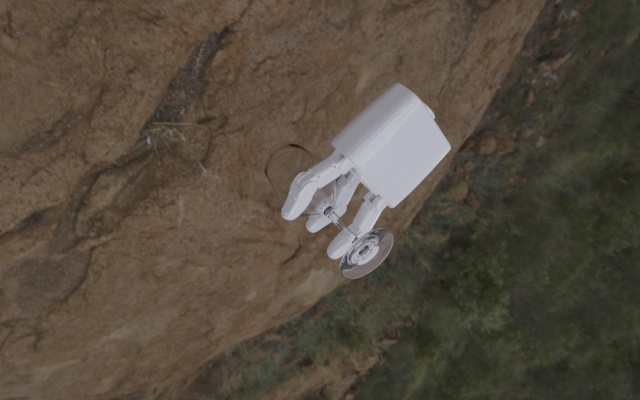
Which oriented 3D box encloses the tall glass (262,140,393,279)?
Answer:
[{"bbox_3d":[0.000,0.002,0.595,0.079,0.079,0.201,0,36,-42],"label":"tall glass"}]
